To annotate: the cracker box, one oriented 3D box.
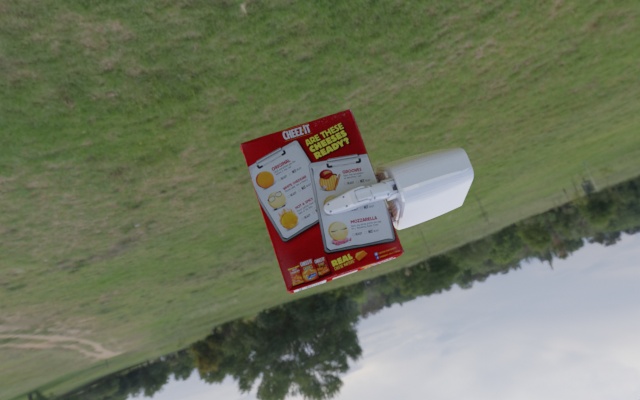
[{"bbox_3d":[0.000,0.002,0.667,0.164,0.213,0.072,-18,-11,-5],"label":"cracker box"}]
